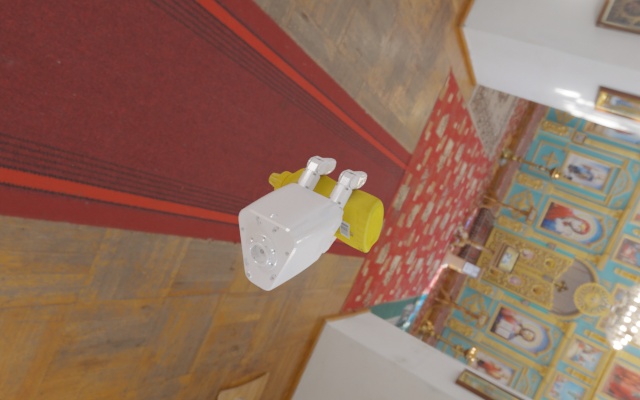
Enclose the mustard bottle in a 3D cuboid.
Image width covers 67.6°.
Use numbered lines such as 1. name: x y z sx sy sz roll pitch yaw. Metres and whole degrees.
1. mustard bottle: 0.001 0.002 0.727 0.191 0.096 0.058 26 54 24
